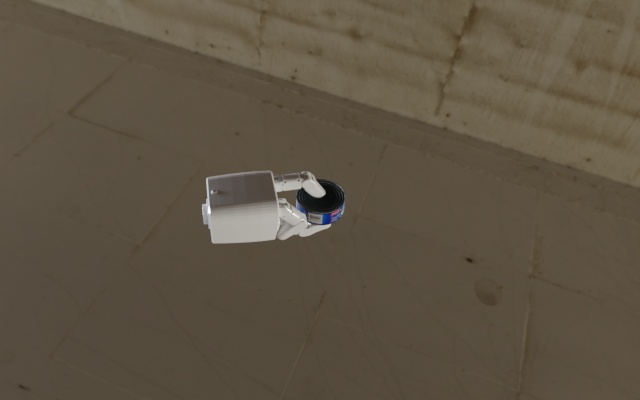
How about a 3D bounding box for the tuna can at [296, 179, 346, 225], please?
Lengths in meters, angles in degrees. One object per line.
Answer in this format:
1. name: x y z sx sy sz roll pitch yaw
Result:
1. tuna can: 0.000 0.003 0.834 0.086 0.034 0.086 2 44 -2
